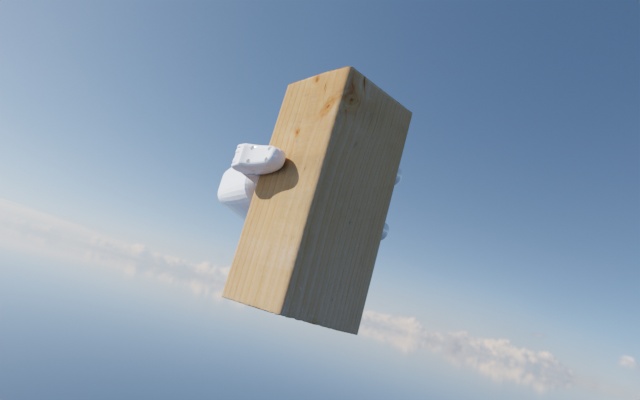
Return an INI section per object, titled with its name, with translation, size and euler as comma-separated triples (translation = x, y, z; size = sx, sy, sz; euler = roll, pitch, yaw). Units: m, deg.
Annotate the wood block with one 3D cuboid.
[wood block]
translation = 0.000, 0.001, 0.425
size = 0.091, 0.206, 0.090
euler = 25, -16, -38
